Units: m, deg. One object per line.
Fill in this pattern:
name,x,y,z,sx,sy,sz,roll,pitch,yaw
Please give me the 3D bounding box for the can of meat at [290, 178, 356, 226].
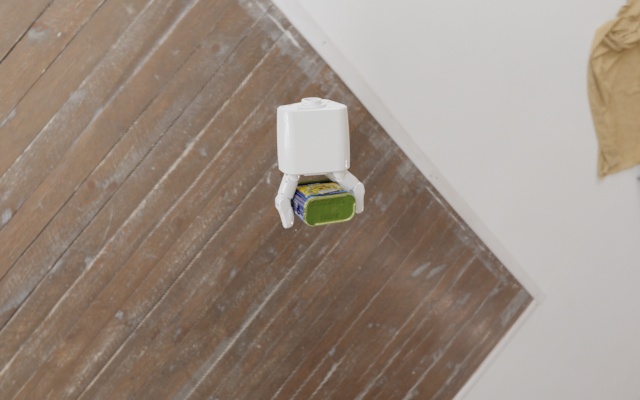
can of meat,0.000,0.003,0.828,0.102,0.057,0.084,-8,22,-25
